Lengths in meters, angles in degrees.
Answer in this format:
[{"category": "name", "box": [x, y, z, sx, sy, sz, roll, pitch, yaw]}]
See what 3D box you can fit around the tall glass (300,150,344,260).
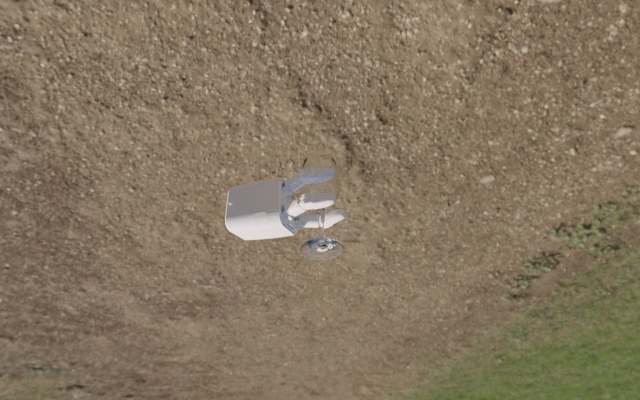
[{"category": "tall glass", "box": [0.000, 0.003, 0.875, 0.079, 0.201, 0.079, -1, -35, -1]}]
